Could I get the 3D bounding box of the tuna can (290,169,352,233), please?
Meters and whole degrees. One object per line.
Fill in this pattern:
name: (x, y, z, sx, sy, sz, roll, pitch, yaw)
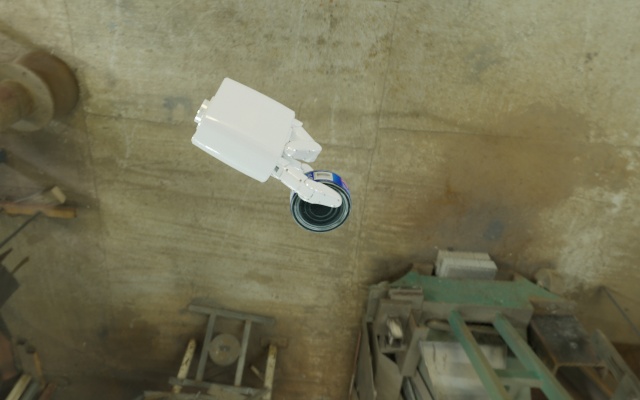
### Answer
tuna can: (0.000, 0.002, 0.664, 0.086, 0.086, 0.033, 0, 31, -3)
